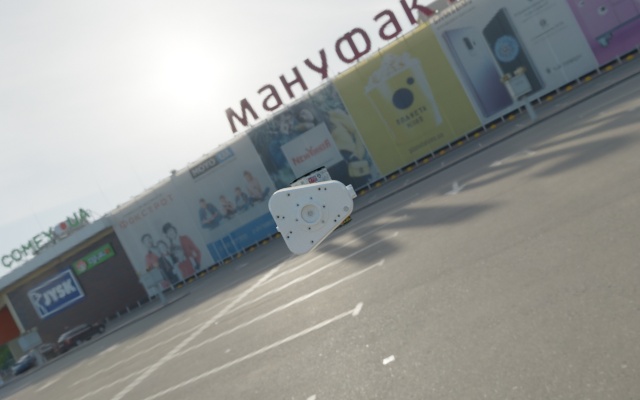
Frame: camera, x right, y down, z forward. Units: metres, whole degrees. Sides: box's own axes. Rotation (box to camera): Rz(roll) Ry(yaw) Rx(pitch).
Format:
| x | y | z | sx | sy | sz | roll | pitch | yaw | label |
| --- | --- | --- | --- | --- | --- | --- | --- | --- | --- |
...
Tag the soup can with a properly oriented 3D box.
| x | y | z | sx | sy | sz | roll | pitch | yaw | label |
| --- | --- | --- | --- | --- | --- | --- | --- | --- | --- |
| 0.000 | 0.002 | 0.792 | 0.068 | 0.102 | 0.068 | -27 | 0 | 0 | soup can |
